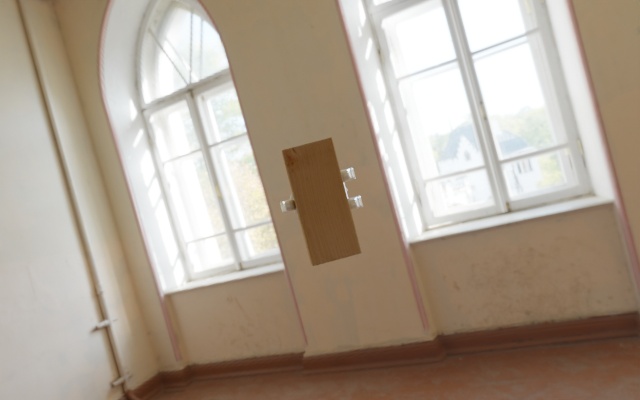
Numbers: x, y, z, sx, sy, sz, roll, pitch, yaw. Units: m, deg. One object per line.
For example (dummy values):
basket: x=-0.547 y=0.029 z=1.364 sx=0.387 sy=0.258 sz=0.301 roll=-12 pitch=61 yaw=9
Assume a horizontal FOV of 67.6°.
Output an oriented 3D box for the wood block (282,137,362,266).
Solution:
wood block: x=0.000 y=0.003 z=0.859 sx=0.091 sy=0.206 sz=0.090 roll=-15 pitch=1 yaw=-4
